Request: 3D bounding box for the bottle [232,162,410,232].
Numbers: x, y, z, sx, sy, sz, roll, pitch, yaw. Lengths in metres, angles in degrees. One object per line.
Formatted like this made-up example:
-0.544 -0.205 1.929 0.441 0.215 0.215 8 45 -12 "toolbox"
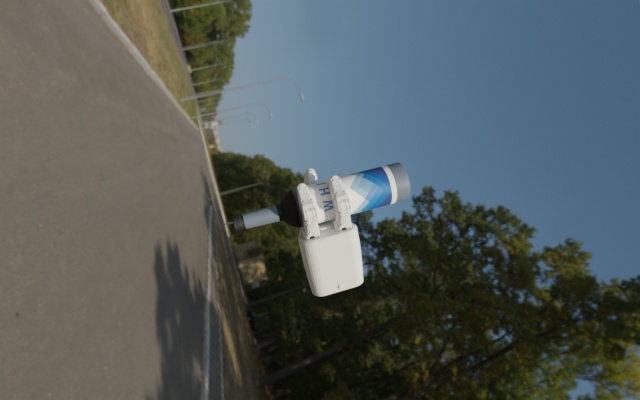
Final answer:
0.000 0.002 0.794 0.295 0.069 0.069 -14 2 -10 "bottle"
